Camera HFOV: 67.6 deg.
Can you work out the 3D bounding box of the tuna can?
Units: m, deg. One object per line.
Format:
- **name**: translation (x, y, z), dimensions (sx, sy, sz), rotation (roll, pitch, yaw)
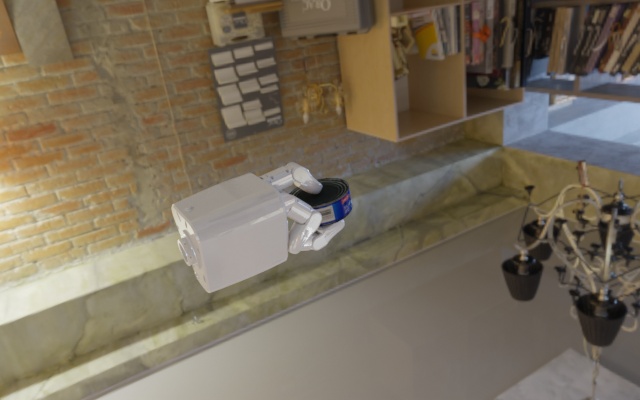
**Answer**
- **tuna can**: translation (0.000, 0.003, 0.655), dimensions (0.086, 0.034, 0.086), rotation (-11, 25, 5)
